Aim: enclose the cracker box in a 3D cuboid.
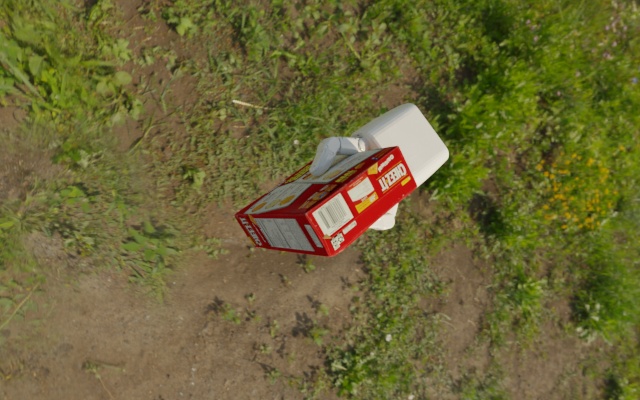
[{"bbox_3d":[0.000,0.002,0.660,0.164,0.072,0.213,-37,17,-28],"label":"cracker box"}]
